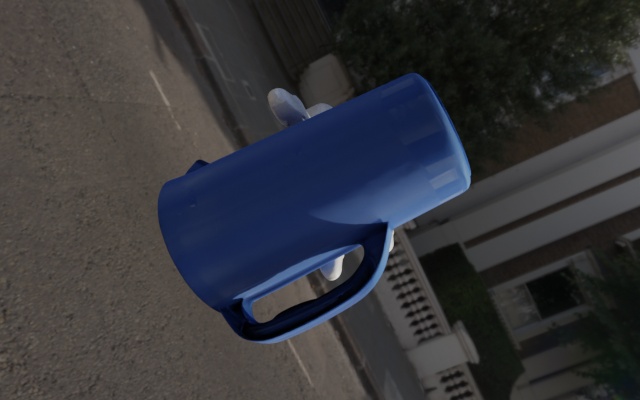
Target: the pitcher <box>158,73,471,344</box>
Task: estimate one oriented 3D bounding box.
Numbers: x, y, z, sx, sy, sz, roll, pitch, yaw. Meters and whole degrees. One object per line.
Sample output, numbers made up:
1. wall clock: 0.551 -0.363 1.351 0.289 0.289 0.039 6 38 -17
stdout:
1. pitcher: 0.000 0.001 0.410 0.243 0.149 0.145 -26 18 11
